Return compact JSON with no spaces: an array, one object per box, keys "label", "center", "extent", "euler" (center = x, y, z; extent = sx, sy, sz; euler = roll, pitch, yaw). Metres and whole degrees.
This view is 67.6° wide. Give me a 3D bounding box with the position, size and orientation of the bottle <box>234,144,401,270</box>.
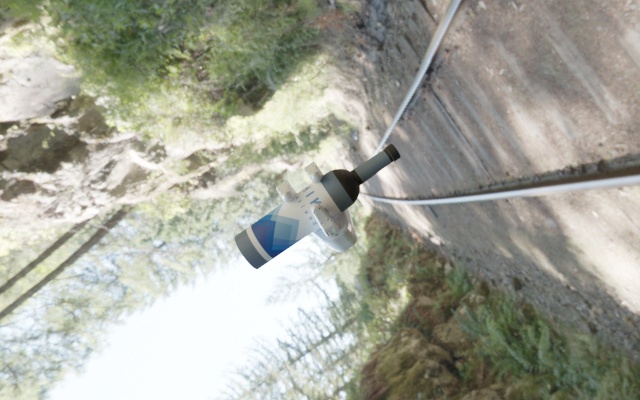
[{"label":"bottle","center":[0.000,0.003,0.773],"extent":[0.296,0.069,0.069],"euler":[-34,-2,3]}]
